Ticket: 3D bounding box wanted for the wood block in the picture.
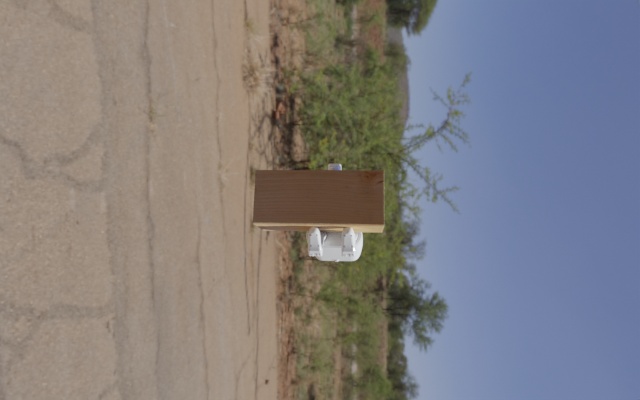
[{"bbox_3d":[0.000,0.002,0.791,0.206,0.091,0.090,0,-11,5],"label":"wood block"}]
